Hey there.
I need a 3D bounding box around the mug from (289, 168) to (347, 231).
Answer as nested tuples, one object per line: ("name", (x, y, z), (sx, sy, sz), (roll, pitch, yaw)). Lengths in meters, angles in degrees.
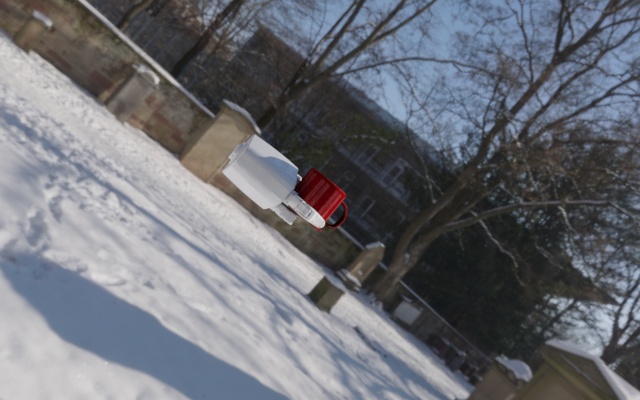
("mug", (0.001, 0.004, 0.870), (0.117, 0.081, 0.093), (39, 1, -16))
